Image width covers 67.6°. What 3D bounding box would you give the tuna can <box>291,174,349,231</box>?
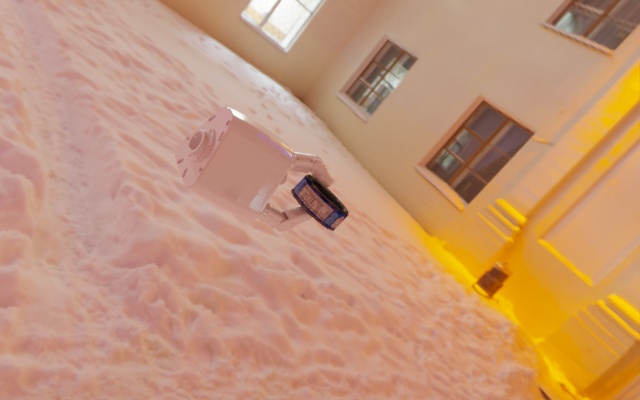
[{"bbox_3d":[0.001,0.002,0.686,0.086,0.034,0.086,43,9,-9],"label":"tuna can"}]
